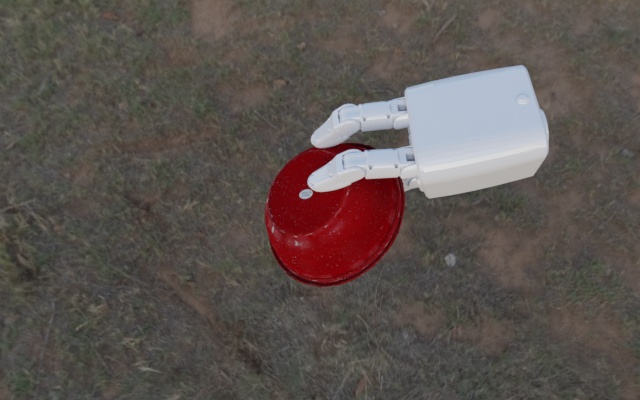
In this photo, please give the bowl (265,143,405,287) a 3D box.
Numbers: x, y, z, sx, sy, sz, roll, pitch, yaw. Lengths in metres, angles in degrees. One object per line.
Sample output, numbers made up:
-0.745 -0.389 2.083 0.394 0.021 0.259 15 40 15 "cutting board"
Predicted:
-0.001 0.002 0.482 0.162 0.162 0.055 0 -22 32 "bowl"
